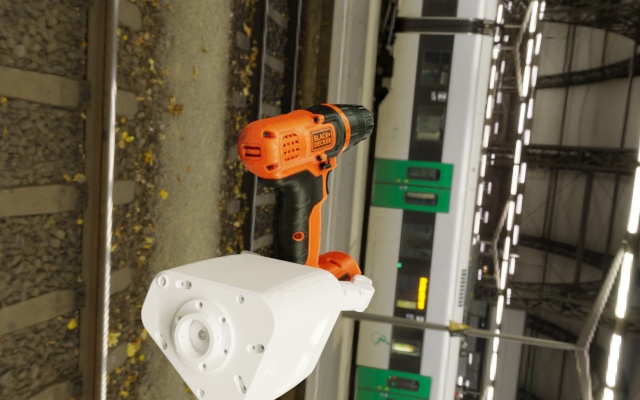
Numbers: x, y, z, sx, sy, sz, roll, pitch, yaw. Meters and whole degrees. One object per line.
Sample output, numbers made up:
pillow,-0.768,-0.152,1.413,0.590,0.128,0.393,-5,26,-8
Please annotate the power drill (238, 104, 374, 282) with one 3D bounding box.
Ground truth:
power drill,0.000,0.002,0.467,0.057,0.188,0.184,6,18,36
